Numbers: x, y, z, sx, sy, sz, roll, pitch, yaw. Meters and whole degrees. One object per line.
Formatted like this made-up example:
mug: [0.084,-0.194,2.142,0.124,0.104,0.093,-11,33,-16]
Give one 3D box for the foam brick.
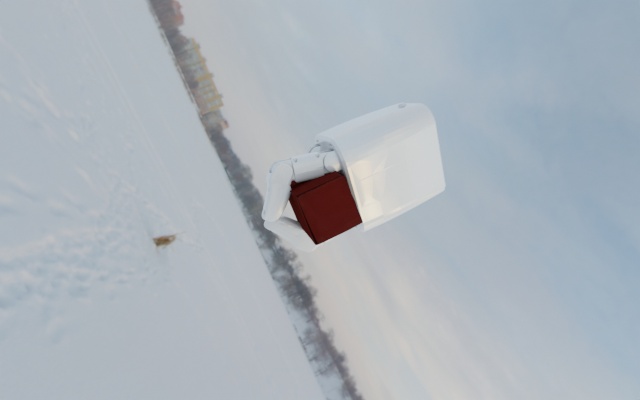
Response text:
foam brick: [0.000,0.002,0.475,0.051,0.053,0.078,-24,17,-8]
